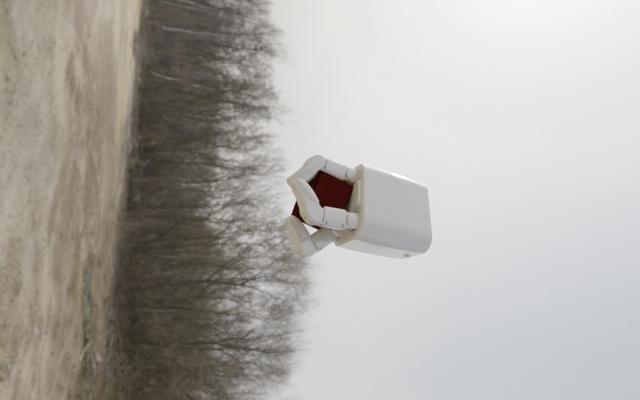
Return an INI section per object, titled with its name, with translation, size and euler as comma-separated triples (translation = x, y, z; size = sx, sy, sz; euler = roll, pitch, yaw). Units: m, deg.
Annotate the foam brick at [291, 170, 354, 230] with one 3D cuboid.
[foam brick]
translation = 0.000, 0.002, 0.650
size = 0.051, 0.053, 0.078
euler = 25, -22, -13
